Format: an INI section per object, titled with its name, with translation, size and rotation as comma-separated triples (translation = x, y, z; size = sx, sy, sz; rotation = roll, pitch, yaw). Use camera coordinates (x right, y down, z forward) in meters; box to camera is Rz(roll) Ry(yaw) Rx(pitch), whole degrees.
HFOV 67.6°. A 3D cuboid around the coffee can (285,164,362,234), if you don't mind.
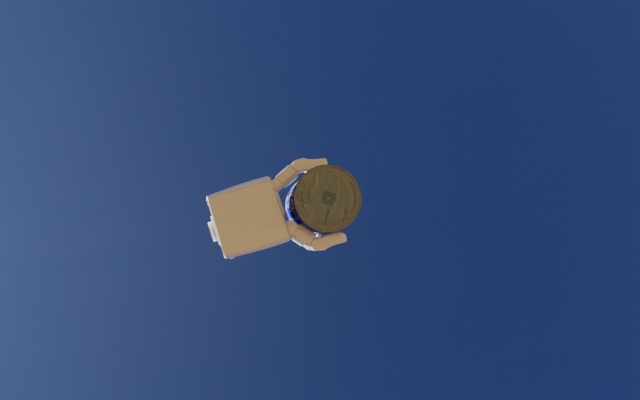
[coffee can]
translation = 0.000, 0.002, 0.782
size = 0.103, 0.103, 0.140
rotation = 0, -5, -10
